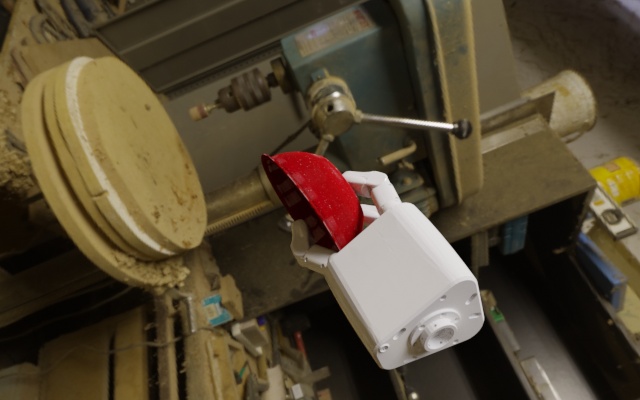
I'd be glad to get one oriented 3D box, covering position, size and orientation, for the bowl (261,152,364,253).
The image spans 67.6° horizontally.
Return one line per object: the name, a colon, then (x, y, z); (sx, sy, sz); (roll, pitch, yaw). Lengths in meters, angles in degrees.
bowl: (0.000, 0.001, 0.542); (0.055, 0.162, 0.162); (-36, 8, -12)
